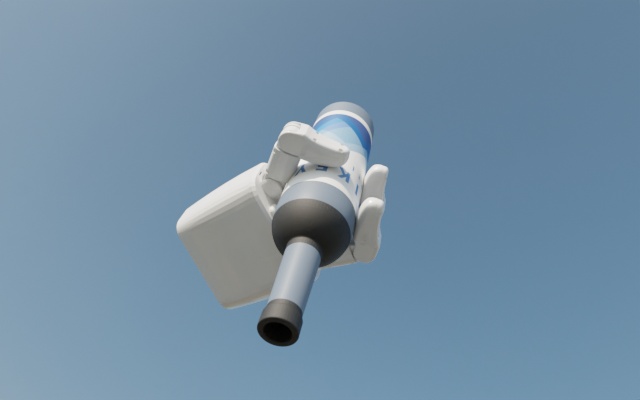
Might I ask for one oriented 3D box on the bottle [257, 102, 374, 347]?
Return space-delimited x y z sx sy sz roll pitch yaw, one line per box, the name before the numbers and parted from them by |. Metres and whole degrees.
bottle | 0.000 0.001 0.417 0.069 0.069 0.295 0 34 13
